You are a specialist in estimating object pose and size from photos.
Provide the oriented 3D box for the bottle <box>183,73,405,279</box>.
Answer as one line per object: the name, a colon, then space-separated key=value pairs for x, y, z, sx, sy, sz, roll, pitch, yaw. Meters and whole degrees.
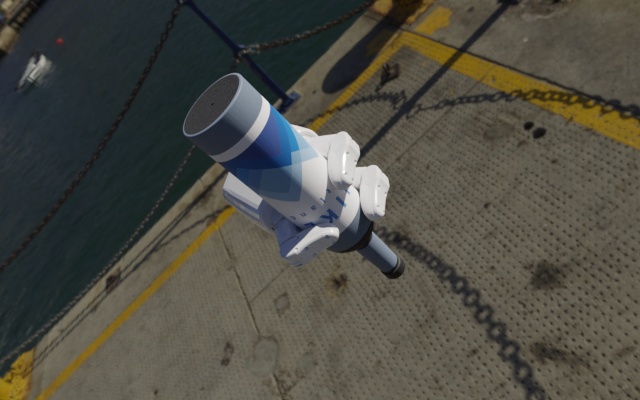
bottle: x=0.000 y=0.001 z=0.470 sx=0.069 sy=0.069 sz=0.296 roll=0 pitch=-32 yaw=45
